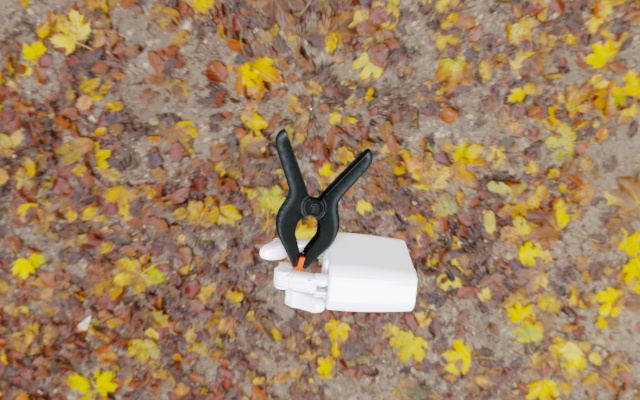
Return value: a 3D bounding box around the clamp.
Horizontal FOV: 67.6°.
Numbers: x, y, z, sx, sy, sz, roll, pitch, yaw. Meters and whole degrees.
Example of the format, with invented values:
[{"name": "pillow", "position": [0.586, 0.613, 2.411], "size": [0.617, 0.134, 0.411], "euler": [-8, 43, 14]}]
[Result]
[{"name": "clamp", "position": [0.000, 0.002, 0.587], "size": [0.120, 0.171, 0.039], "euler": [4, 11, -4]}]
